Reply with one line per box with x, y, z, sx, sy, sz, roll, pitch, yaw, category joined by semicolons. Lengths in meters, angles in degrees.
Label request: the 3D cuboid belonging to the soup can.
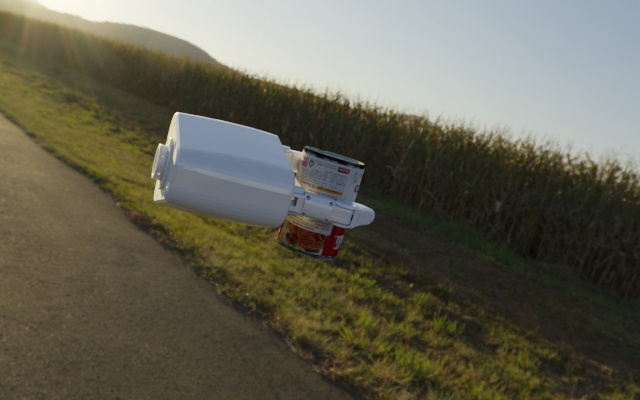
0.001;0.001;0.497;0.068;0.102;0.068;17;9;-3;soup can
